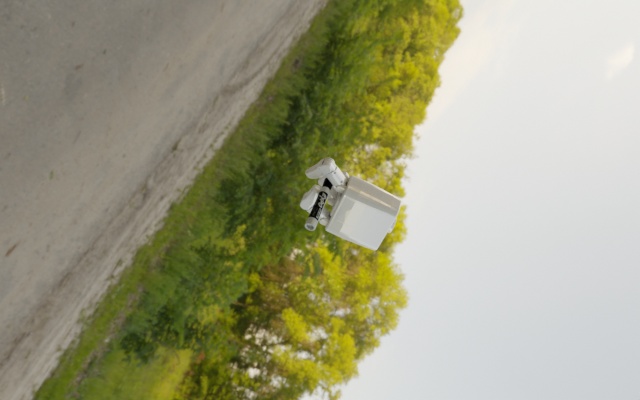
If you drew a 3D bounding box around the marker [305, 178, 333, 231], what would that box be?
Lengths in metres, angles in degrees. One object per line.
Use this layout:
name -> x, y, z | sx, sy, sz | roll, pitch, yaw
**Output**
marker -> 0.000, 0.003, 0.836 | 0.020, 0.020, 0.121 | 0, 44, 24
